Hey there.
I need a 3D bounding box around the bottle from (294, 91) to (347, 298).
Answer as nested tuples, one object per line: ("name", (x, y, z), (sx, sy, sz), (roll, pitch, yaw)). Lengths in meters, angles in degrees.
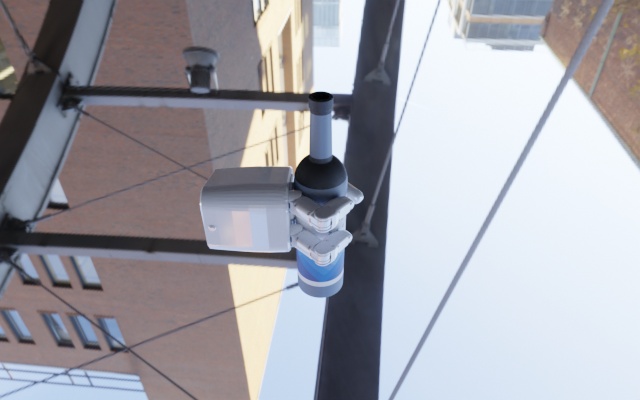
("bottle", (0.000, 0.002, 0.613), (0.069, 0.296, 0.069), (0, 38, 0))
